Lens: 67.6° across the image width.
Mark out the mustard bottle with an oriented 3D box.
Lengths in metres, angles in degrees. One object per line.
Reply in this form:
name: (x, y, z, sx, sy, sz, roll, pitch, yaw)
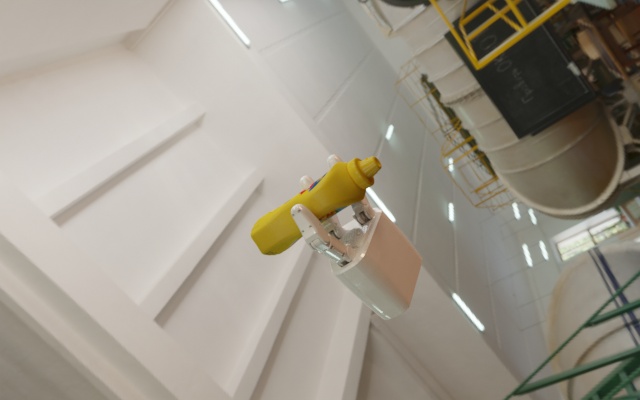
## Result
mustard bottle: (0.000, 0.002, 0.628, 0.192, 0.058, 0.096, -34, -3, 26)
